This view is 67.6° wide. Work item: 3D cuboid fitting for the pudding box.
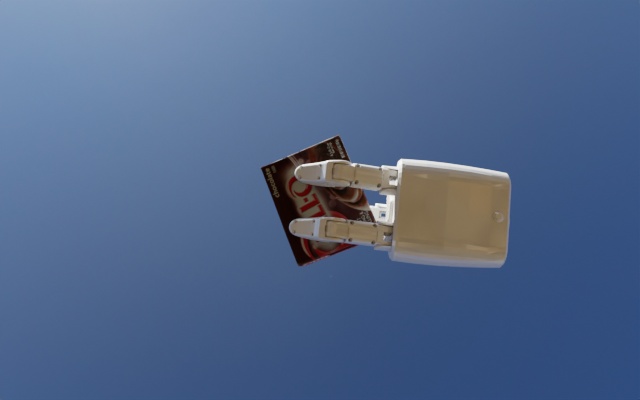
[{"bbox_3d":[0.000,0.002,0.500,0.090,0.113,0.039,-22,-11,2],"label":"pudding box"}]
